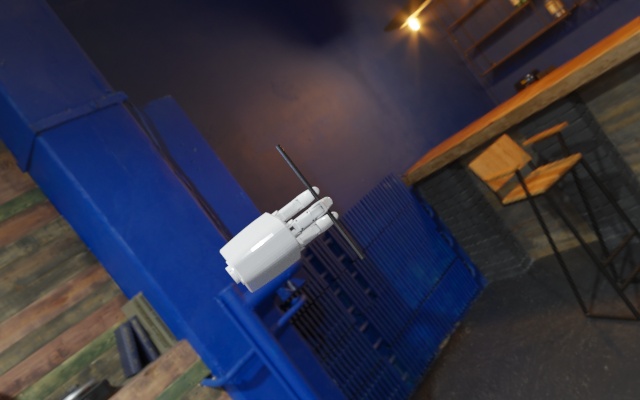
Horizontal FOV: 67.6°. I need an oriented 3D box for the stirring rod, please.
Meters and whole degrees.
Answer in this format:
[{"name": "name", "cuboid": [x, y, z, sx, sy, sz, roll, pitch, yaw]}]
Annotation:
[{"name": "stirring rod", "cuboid": [0.000, 0.003, 0.812, 0.011, 0.239, 0.011, -37, 2, 1]}]
